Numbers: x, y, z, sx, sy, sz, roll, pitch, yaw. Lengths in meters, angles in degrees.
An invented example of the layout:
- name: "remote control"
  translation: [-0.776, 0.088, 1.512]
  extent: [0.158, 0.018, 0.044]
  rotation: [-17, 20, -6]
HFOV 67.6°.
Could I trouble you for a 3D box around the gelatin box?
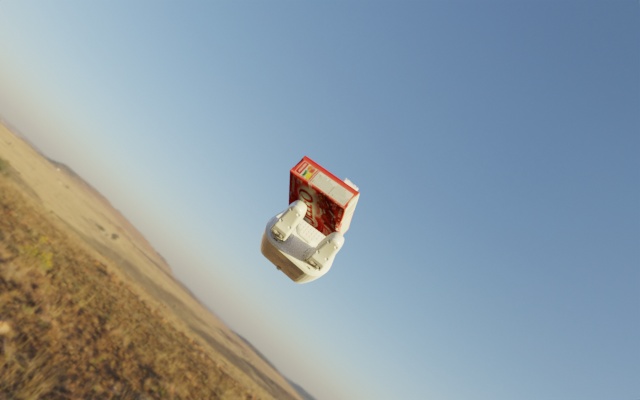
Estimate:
- name: "gelatin box"
  translation: [0.000, 0.001, 0.531]
  extent: [0.073, 0.030, 0.089]
  rotation: [36, -27, 13]
